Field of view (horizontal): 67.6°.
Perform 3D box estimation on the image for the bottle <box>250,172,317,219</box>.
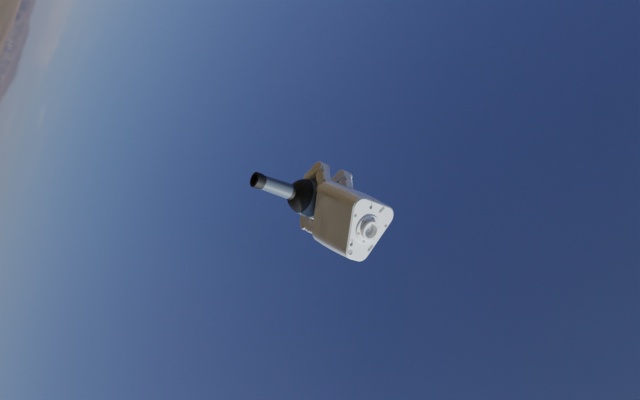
[{"bbox_3d":[0.000,0.003,0.893,0.296,0.069,0.069,19,-11,-36],"label":"bottle"}]
